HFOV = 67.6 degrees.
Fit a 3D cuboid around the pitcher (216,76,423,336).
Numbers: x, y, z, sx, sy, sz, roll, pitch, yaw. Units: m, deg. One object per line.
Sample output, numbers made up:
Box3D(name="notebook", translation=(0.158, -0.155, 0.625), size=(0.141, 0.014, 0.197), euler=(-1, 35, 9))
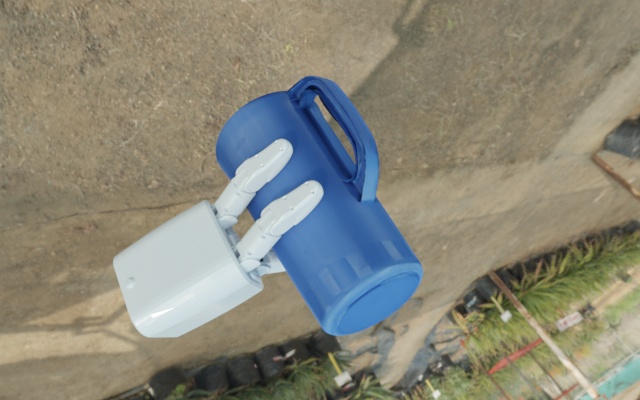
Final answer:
Box3D(name="pitcher", translation=(0.000, 0.002, 0.486), size=(0.145, 0.242, 0.149), euler=(-30, -32, -6))
